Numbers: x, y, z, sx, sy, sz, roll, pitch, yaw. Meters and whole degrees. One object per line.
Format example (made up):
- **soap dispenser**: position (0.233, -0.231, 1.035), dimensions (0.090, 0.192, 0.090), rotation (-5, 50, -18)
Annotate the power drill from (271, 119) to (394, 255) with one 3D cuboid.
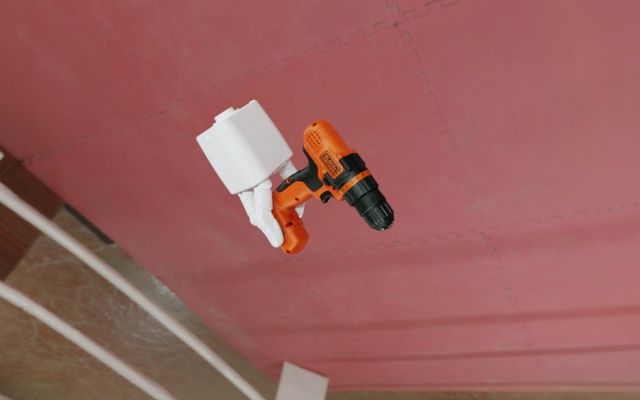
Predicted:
- **power drill**: position (0.000, 0.002, 0.711), dimensions (0.188, 0.184, 0.057), rotation (-42, -13, 32)
